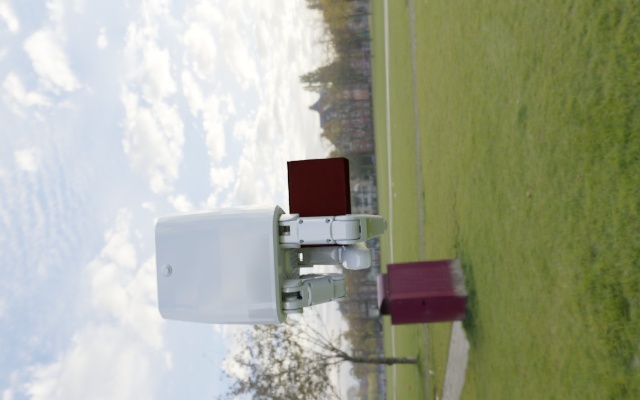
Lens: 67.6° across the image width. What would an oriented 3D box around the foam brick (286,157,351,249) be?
[{"bbox_3d":[0.000,0.001,0.428,0.051,0.078,0.053,-2,0,8],"label":"foam brick"}]
